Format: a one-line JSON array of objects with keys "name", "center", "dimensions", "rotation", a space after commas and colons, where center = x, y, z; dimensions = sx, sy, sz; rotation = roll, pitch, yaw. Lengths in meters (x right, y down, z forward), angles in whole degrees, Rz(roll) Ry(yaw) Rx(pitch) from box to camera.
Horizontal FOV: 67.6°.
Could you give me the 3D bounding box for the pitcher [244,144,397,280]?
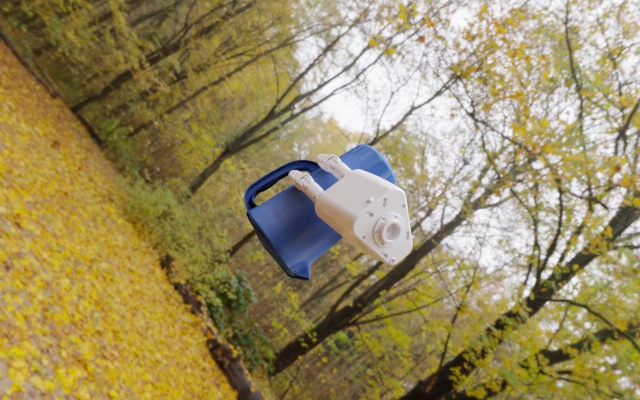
[{"name": "pitcher", "center": [0.000, 0.003, 0.808], "dimensions": [0.243, 0.149, 0.145], "rotation": [-35, 26, -13]}]
